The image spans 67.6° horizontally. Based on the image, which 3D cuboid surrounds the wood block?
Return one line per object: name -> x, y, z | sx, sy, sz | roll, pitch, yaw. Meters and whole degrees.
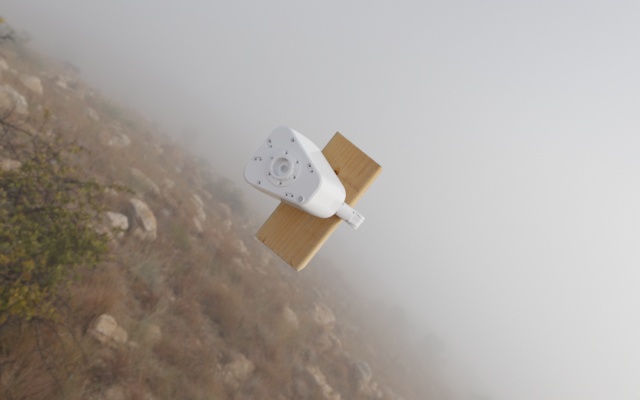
wood block -> 0.000, 0.003, 0.770 | 0.091, 0.206, 0.090 | 39, 4, 6
